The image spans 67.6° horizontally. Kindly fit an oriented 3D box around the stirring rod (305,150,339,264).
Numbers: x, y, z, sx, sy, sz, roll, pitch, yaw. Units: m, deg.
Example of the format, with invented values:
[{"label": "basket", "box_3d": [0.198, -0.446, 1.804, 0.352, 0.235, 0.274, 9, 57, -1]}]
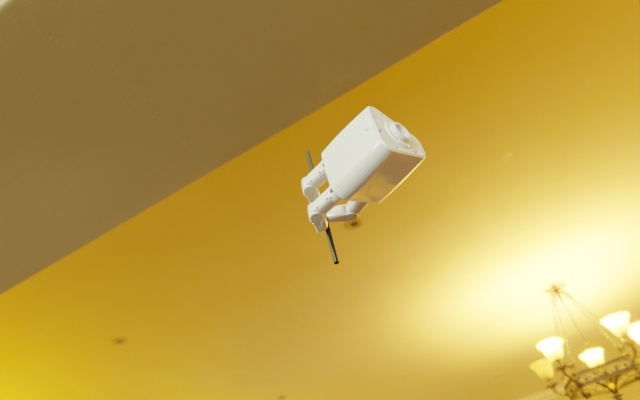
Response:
[{"label": "stirring rod", "box_3d": [0.000, 0.003, 0.781, 0.011, 0.239, 0.011, -9, -40, -7]}]
